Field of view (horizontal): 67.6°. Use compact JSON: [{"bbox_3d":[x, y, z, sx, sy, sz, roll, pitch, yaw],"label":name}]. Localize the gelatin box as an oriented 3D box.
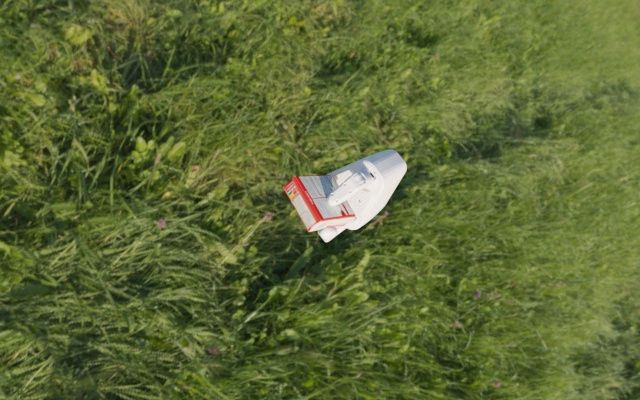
[{"bbox_3d":[0.000,0.002,0.661,0.030,0.073,0.089,-41,-20,31],"label":"gelatin box"}]
